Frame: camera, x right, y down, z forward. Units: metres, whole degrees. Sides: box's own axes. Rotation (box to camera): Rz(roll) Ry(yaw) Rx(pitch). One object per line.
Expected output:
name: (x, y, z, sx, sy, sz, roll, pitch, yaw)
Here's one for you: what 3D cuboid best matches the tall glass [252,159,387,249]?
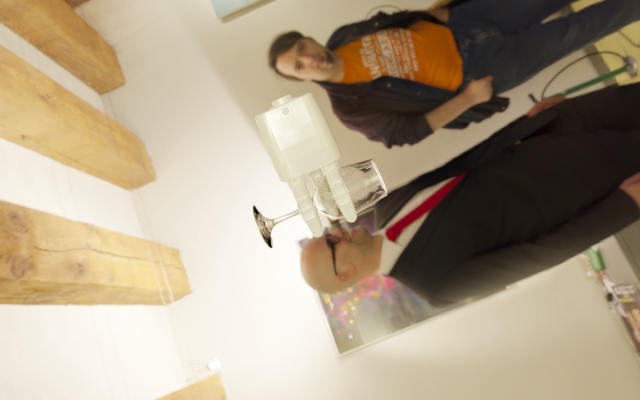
tall glass: (0.000, 0.003, 0.743, 0.201, 0.079, 0.079, -23, -2, 4)
